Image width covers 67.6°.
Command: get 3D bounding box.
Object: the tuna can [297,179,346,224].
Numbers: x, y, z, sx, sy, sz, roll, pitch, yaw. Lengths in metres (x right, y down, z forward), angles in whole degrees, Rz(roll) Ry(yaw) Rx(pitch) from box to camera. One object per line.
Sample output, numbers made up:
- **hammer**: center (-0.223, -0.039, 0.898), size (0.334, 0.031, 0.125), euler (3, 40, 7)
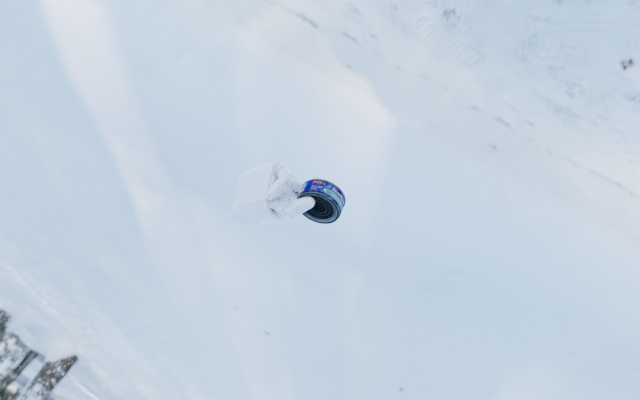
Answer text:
- **tuna can**: center (0.000, 0.003, 0.864), size (0.086, 0.033, 0.086), euler (14, -41, 12)
